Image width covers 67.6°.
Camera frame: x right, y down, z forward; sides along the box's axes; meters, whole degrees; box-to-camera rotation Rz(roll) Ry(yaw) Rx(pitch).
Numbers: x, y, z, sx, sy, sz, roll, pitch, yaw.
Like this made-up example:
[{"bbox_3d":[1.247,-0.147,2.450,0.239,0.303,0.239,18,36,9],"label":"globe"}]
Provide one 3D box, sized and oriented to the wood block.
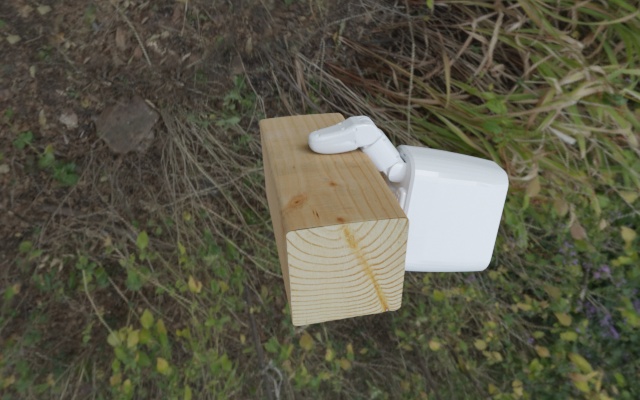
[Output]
[{"bbox_3d":[0.000,0.001,0.435,0.090,0.091,0.206,-6,32,-9],"label":"wood block"}]
